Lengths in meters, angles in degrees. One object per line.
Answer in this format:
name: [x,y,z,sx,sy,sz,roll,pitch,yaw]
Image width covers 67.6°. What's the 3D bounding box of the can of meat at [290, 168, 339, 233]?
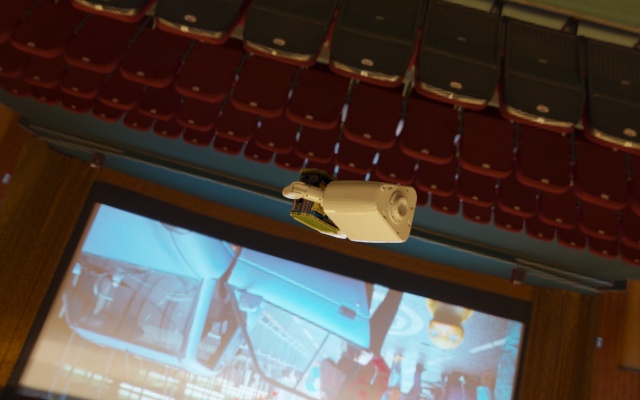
can of meat: [0.000,0.003,0.831,0.057,0.084,0.102,1,-20,42]
